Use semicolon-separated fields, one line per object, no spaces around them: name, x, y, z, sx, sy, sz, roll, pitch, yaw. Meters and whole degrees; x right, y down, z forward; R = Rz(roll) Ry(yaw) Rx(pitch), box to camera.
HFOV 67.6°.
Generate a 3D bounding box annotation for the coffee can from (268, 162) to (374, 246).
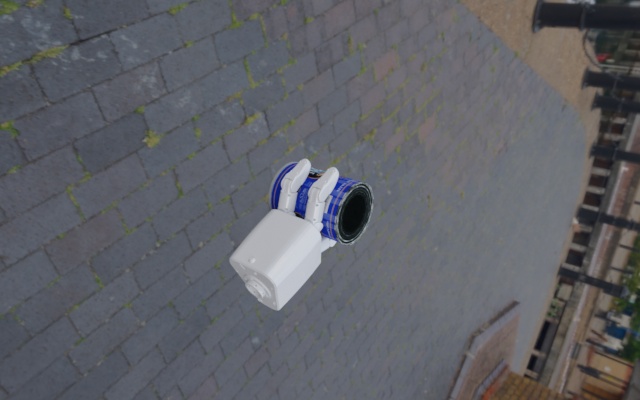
coffee can;0.000;0.002;0.775;0.140;0.103;0.103;19;11;34
